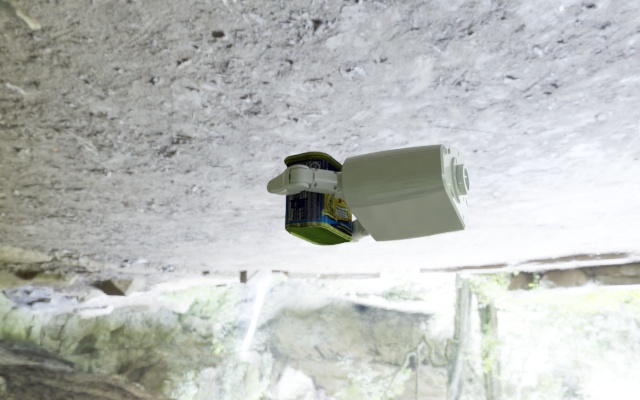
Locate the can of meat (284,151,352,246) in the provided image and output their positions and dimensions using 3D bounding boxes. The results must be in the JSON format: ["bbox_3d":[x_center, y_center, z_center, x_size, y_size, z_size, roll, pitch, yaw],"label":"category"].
[{"bbox_3d":[0.000,0.002,0.551,0.057,0.084,0.102,-8,-19,26],"label":"can of meat"}]
